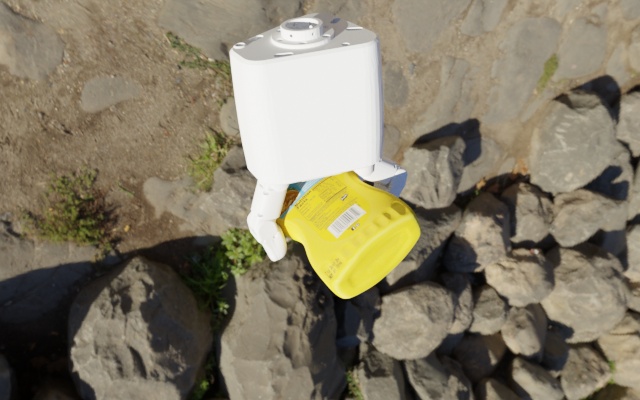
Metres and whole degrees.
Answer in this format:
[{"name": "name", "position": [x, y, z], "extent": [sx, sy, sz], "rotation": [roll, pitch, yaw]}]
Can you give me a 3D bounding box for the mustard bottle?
[{"name": "mustard bottle", "position": [0.000, 0.002, 0.463], "extent": [0.191, 0.096, 0.058], "rotation": [43, -7, 44]}]
